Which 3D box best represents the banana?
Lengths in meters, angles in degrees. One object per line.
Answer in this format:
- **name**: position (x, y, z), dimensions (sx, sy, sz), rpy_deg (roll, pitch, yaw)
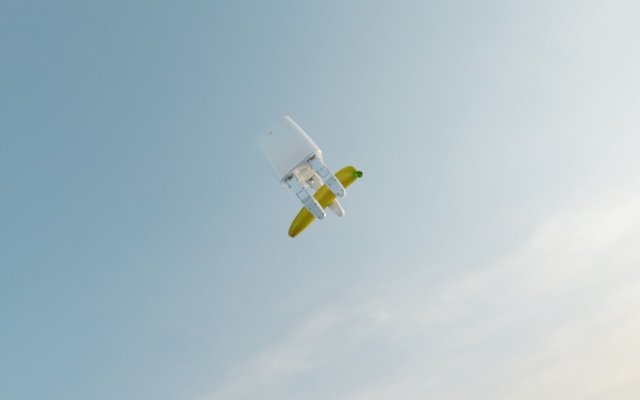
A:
- **banana**: position (0.007, -0.006, 0.907), dimensions (0.198, 0.037, 0.069), rpy_deg (-44, 4, 25)
